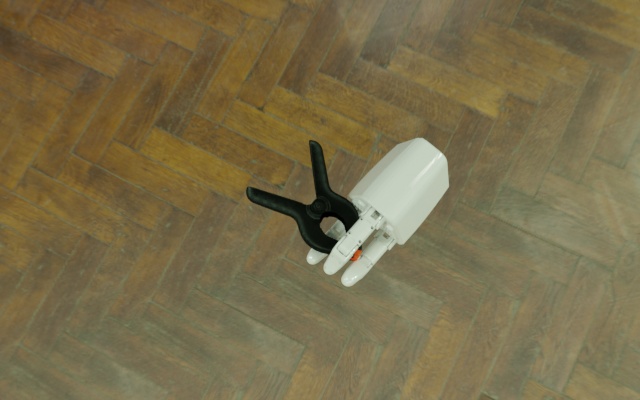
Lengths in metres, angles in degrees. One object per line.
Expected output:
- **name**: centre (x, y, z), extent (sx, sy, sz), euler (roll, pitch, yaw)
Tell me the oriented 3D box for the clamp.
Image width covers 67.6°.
- **clamp**: centre (0.000, 0.002, 0.625), extent (0.171, 0.120, 0.039), euler (41, -7, 10)
